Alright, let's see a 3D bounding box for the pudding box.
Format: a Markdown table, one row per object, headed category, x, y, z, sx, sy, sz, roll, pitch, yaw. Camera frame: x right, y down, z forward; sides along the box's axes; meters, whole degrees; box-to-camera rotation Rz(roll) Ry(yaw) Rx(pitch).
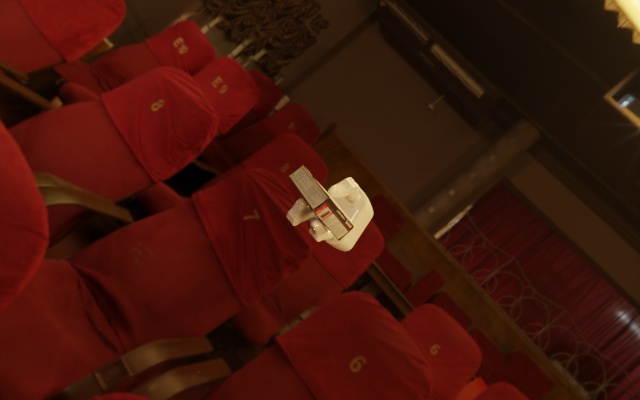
| category | x | y | z | sx | sy | sz | roll | pitch | yaw |
| --- | --- | --- | --- | --- | --- | --- | --- | --- | --- |
| pudding box | 0.000 | 0.003 | 0.796 | 0.090 | 0.039 | 0.113 | 48 | 1 | -41 |
